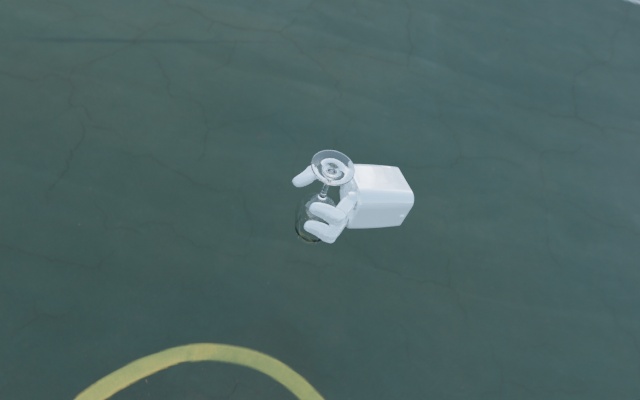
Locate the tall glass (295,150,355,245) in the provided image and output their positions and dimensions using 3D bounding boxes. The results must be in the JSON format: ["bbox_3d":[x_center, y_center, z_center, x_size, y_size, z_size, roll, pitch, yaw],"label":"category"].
[{"bbox_3d":[0.000,0.002,0.859,0.079,0.079,0.201,0,-35,-15],"label":"tall glass"}]
